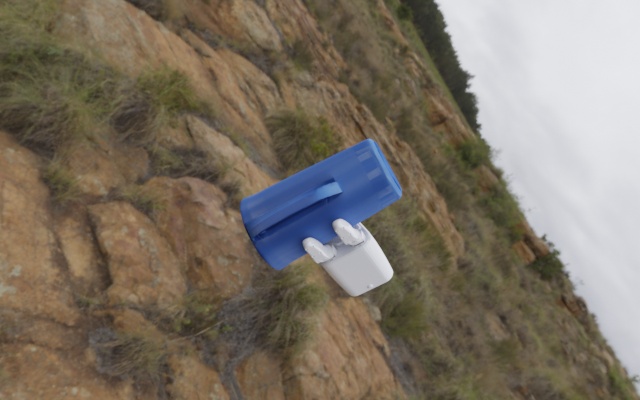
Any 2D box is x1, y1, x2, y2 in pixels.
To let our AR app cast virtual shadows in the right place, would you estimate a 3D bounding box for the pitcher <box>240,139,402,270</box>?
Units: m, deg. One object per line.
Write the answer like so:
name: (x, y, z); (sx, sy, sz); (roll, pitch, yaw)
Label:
pitcher: (0.000, 0.003, 0.763); (0.243, 0.145, 0.149); (-29, 35, 11)
